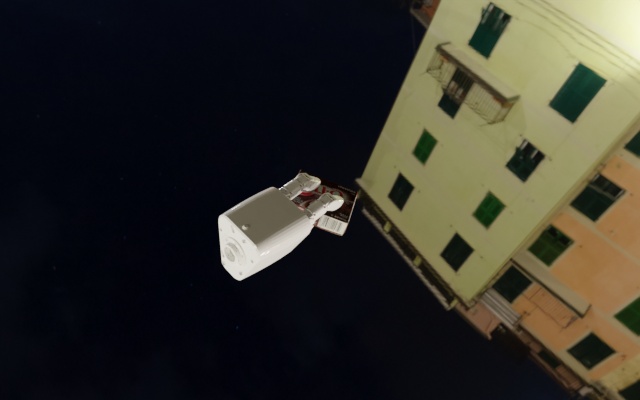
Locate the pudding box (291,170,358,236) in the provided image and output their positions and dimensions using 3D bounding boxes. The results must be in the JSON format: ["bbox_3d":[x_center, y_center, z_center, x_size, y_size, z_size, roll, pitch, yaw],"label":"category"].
[{"bbox_3d":[0.000,0.003,0.824,0.113,0.039,0.090,22,42,0],"label":"pudding box"}]
